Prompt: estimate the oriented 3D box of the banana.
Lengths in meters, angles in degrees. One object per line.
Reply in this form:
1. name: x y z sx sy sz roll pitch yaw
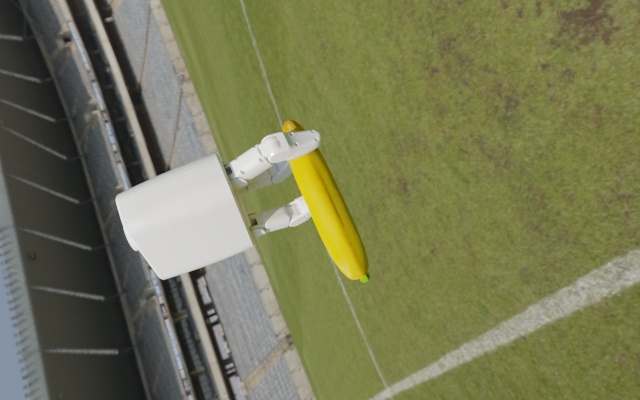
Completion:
1. banana: 0.004 0.004 0.497 0.037 0.198 0.069 -24 2 -8
